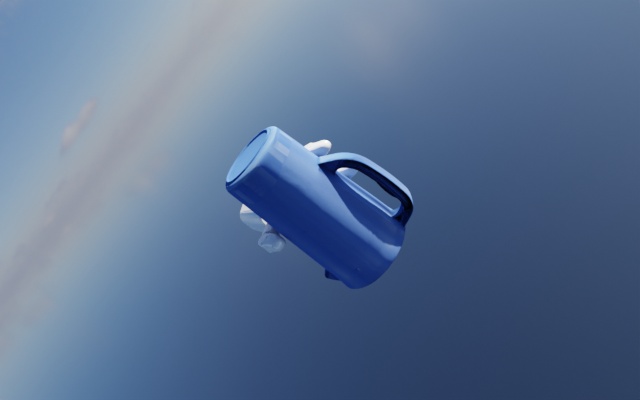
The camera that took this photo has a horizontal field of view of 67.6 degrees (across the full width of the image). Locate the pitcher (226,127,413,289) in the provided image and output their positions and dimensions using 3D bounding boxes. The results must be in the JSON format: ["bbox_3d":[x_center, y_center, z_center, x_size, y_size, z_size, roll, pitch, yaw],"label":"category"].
[{"bbox_3d":[0.000,0.002,0.667,0.243,0.149,0.145,37,-18,-21],"label":"pitcher"}]
